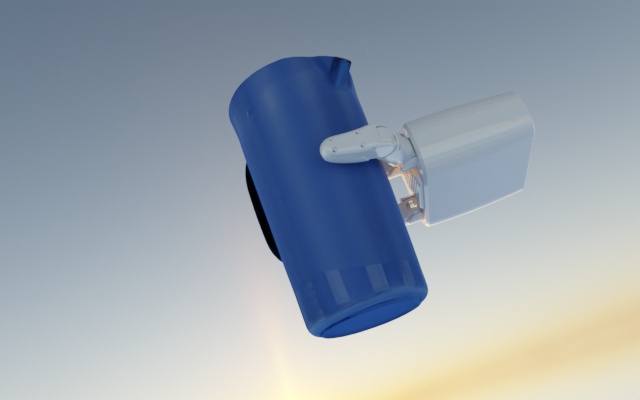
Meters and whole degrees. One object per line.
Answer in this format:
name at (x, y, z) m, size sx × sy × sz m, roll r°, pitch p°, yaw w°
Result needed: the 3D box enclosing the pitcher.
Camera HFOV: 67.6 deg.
pitcher at (0.000, 0.001, 0.454) m, size 0.145 × 0.242 × 0.149 m, roll -19°, pitch -24°, yaw 0°
